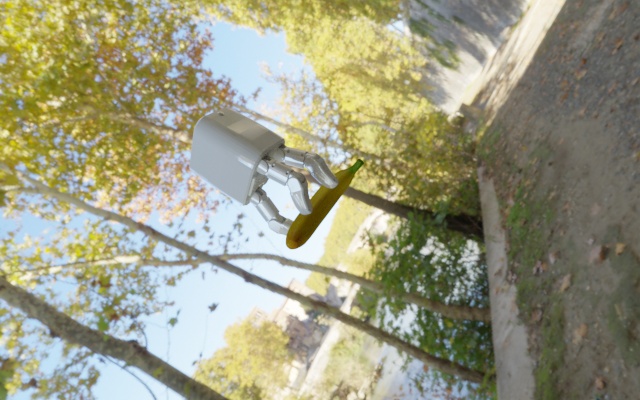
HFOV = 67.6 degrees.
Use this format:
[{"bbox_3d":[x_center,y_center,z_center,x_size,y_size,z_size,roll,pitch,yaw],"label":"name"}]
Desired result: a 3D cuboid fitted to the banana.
[{"bbox_3d":[-0.003,0.009,0.718,0.037,0.197,0.070,35,-34,4],"label":"banana"}]
